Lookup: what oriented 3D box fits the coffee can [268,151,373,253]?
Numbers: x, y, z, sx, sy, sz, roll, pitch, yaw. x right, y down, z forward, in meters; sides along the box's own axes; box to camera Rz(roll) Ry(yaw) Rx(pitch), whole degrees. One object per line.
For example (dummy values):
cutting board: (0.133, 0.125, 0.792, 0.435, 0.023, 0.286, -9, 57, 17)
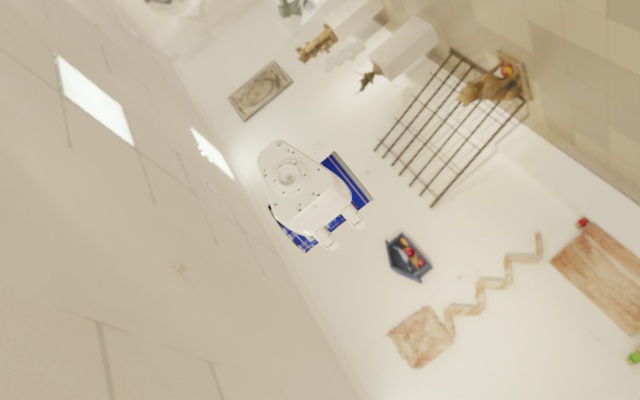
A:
coffee can: (0.000, 0.002, 0.778, 0.140, 0.103, 0.103, -39, -3, 4)
